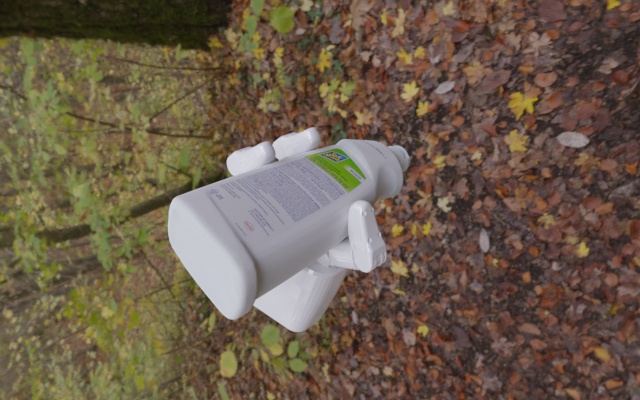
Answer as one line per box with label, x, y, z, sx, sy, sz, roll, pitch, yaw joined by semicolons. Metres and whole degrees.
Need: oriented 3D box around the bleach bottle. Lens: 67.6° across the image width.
bleach bottle;0.000;0.001;0.428;0.250;0.068;0.102;-25;58;-38
